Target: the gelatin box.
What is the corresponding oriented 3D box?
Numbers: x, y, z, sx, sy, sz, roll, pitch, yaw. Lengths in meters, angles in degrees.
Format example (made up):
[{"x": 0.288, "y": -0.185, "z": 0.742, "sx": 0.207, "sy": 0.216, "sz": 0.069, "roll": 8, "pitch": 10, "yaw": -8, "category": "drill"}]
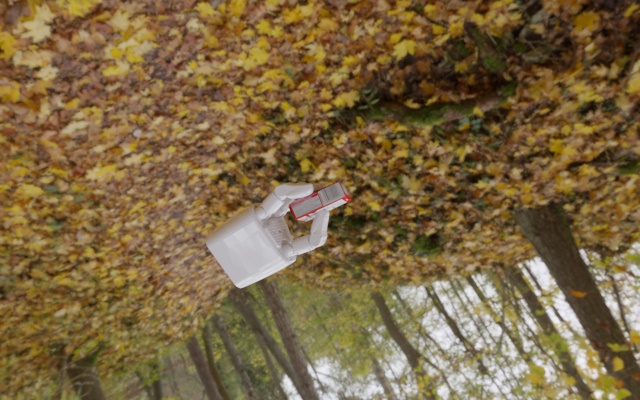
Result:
[{"x": 0.001, "y": 0.003, "z": 0.760, "sx": 0.089, "sy": 0.030, "sz": 0.073, "roll": -25, "pitch": -8, "yaw": 8, "category": "gelatin box"}]
